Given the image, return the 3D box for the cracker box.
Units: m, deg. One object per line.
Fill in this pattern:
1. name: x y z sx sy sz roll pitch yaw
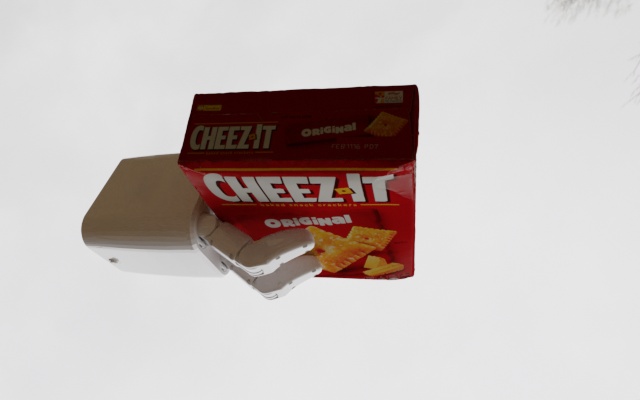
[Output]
1. cracker box: 0.000 0.001 0.411 0.164 0.072 0.214 0 -29 10
